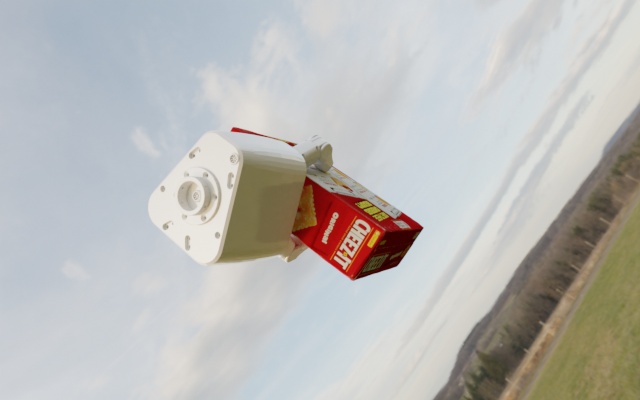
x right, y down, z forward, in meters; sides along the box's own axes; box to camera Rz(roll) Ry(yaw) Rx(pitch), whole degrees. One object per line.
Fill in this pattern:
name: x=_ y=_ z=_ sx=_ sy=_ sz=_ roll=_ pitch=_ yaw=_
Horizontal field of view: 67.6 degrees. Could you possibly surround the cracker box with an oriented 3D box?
cracker box: x=0.000 y=0.002 z=0.572 sx=0.213 sy=0.072 sz=0.164 roll=36 pitch=13 yaw=22
